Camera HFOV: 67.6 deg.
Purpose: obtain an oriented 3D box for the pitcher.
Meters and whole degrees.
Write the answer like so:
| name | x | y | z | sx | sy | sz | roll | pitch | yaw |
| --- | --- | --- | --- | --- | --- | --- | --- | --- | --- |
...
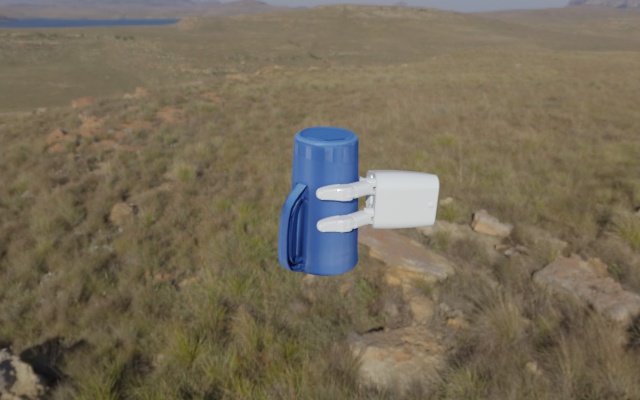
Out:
| name | x | y | z | sx | sy | sz | roll | pitch | yaw |
| --- | --- | --- | --- | --- | --- | --- | --- | --- | --- |
| pitcher | 0.000 | 0.003 | 0.832 | 0.145 | 0.243 | 0.149 | 0 | 22 | -3 |
